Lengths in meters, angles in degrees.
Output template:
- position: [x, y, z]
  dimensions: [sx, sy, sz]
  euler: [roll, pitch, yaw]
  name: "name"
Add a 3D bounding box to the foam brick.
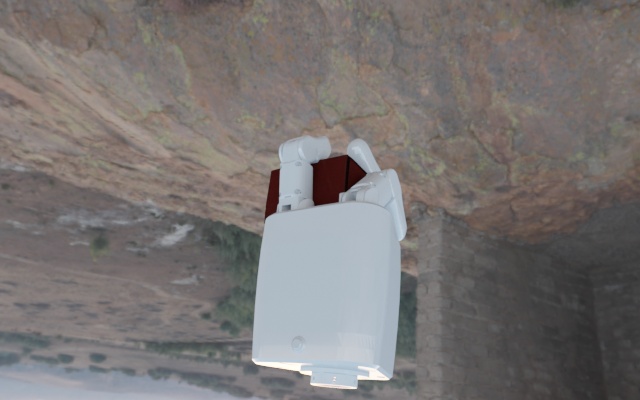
- position: [0.000, 0.001, 0.400]
  dimensions: [0.078, 0.051, 0.053]
  euler: [-9, -27, 30]
  name: "foam brick"
